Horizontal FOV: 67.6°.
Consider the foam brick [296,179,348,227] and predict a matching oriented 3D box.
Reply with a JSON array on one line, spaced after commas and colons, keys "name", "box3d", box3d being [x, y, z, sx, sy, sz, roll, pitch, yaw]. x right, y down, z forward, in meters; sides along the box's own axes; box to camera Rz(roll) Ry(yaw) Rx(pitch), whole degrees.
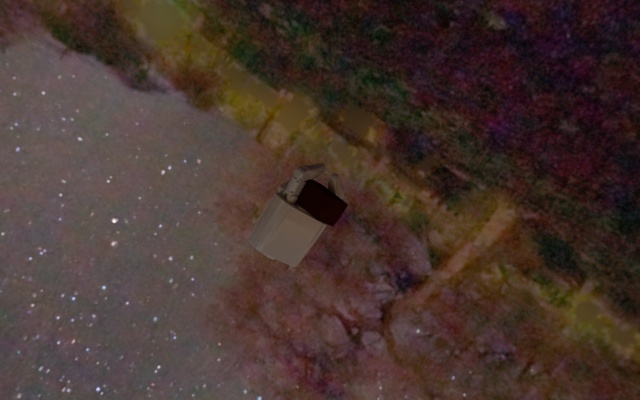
[{"name": "foam brick", "box3d": [0.000, 0.003, 0.870, 0.078, 0.051, 0.053, 39, 7, 39]}]
